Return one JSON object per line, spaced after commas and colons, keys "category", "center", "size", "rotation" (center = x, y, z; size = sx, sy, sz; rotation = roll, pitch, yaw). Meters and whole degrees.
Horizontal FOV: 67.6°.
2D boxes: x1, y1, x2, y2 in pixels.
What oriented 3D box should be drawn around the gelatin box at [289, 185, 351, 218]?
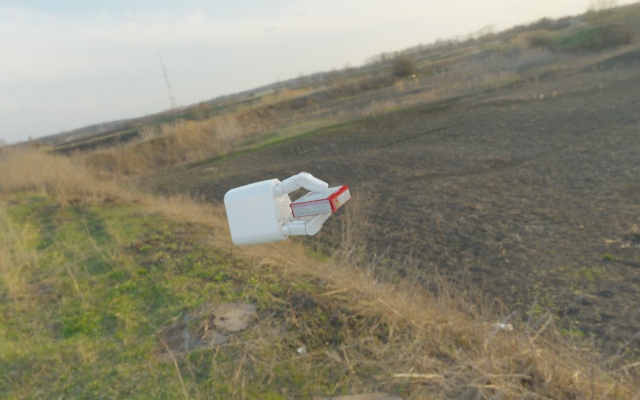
{"category": "gelatin box", "center": [0.000, 0.002, 0.865], "size": [0.089, 0.030, 0.073], "rotation": [-10, 14, 33]}
